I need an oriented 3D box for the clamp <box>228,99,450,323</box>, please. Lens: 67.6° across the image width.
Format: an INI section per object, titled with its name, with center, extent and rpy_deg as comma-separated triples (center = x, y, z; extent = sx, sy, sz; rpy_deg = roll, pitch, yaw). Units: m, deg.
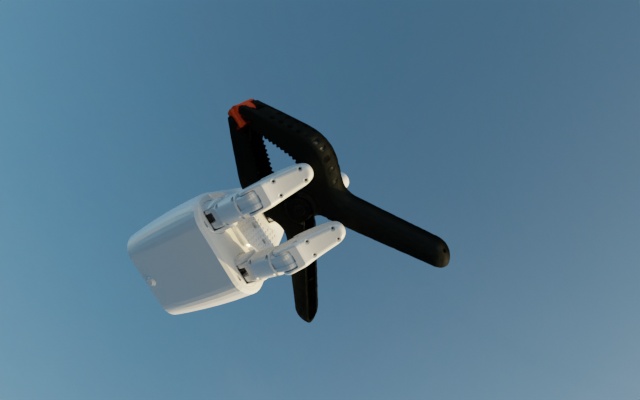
[clamp]
center = 0.000, 0.001, 0.408
extent = 0.164, 0.210, 0.036
rpy_deg = -23, 12, 31
